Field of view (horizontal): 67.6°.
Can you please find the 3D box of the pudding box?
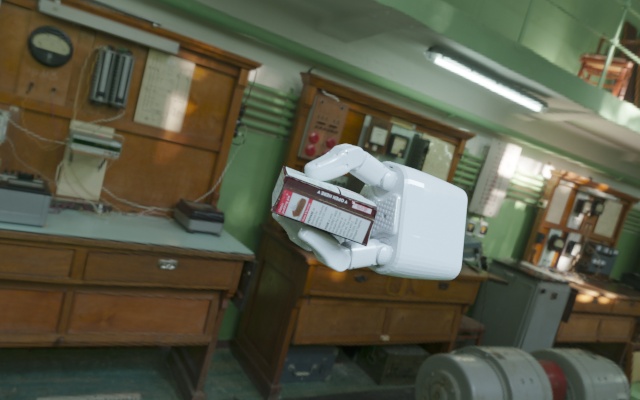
[{"bbox_3d":[0.000,0.001,0.458,0.090,0.039,0.113,19,4,-7],"label":"pudding box"}]
